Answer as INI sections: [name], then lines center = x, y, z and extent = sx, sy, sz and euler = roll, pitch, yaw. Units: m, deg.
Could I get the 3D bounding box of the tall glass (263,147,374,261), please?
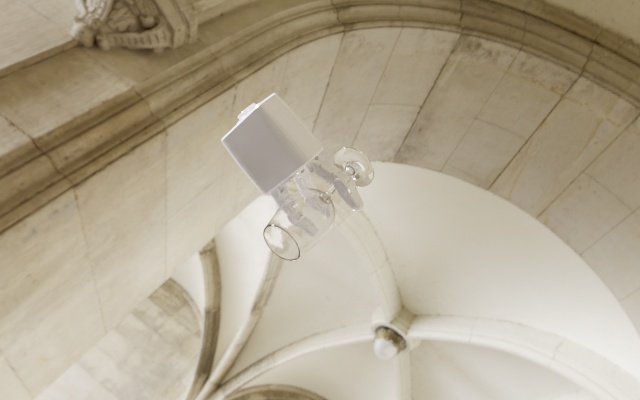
[tall glass]
center = 0.001, 0.002, 0.705
extent = 0.079, 0.079, 0.201
euler = 0, 34, 40
